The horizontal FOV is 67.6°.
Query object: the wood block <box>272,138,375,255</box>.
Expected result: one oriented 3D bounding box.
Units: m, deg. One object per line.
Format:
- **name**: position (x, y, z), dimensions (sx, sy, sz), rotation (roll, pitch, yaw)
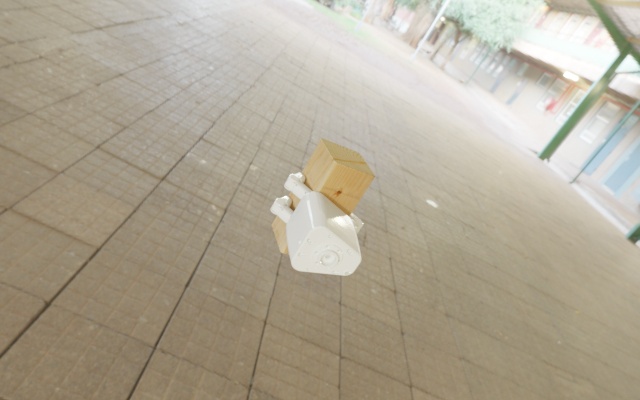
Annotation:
- **wood block**: position (0.001, 0.003, 0.891), dimensions (0.091, 0.206, 0.090), rotation (18, 27, -30)
